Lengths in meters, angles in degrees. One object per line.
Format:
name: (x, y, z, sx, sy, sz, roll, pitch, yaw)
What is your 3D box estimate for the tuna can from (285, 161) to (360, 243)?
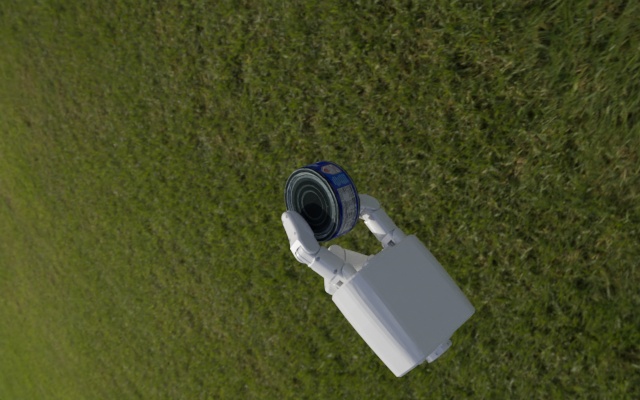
tuna can: (0.000, 0.002, 0.519, 0.033, 0.086, 0.086, -20, 14, -42)
